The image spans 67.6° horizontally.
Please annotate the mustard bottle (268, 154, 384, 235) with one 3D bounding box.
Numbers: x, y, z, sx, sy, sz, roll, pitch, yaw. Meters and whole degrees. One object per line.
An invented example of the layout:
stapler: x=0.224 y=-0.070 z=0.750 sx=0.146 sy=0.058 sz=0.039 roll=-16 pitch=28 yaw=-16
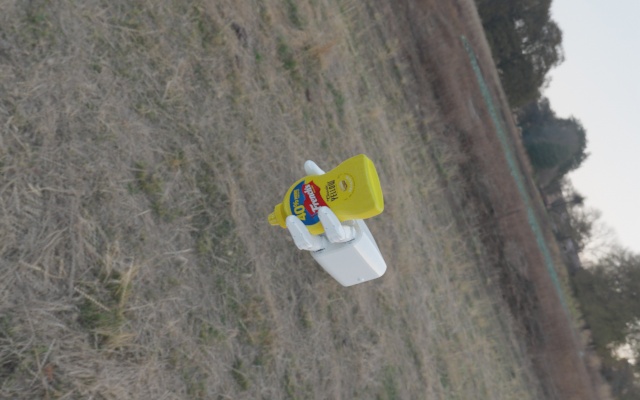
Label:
mustard bottle: x=0.000 y=0.002 z=0.761 sx=0.191 sy=0.096 sz=0.058 roll=-20 pitch=-24 yaw=22
